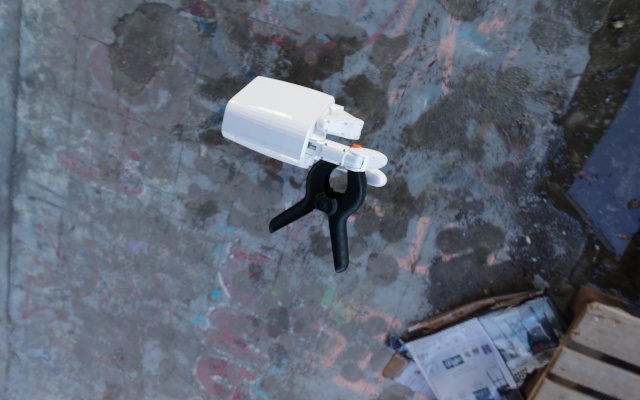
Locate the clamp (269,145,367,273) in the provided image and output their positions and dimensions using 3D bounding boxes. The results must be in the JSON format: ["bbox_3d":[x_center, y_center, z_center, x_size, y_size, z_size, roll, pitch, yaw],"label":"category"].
[{"bbox_3d":[0.000,0.002,0.616,0.120,0.171,0.039,19,21,8],"label":"clamp"}]
